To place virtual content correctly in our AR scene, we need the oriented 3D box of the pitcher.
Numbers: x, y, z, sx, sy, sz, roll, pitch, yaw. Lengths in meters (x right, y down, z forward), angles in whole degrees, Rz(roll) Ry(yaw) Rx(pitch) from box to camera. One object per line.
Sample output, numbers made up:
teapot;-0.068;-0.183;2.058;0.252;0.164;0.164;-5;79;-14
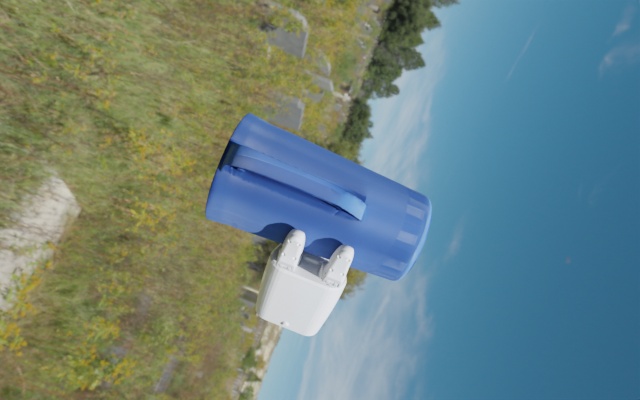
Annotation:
pitcher;0.000;0.002;0.550;0.243;0.145;0.149;22;36;-1
